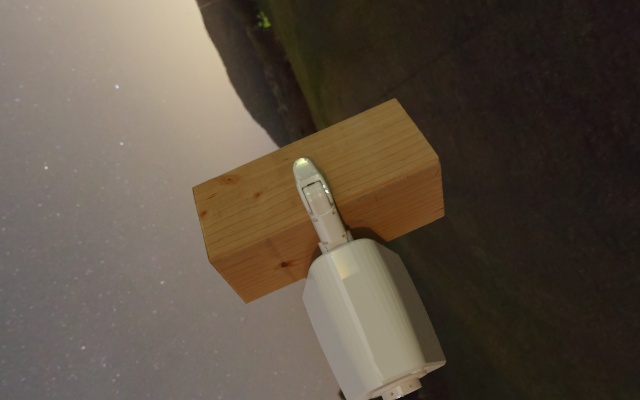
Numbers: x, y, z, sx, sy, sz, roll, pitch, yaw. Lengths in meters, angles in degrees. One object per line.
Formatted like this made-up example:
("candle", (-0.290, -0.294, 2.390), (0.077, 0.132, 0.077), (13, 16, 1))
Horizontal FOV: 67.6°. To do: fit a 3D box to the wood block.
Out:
("wood block", (0.000, 0.002, 0.446), (0.206, 0.090, 0.091), (-24, -39, -1))
